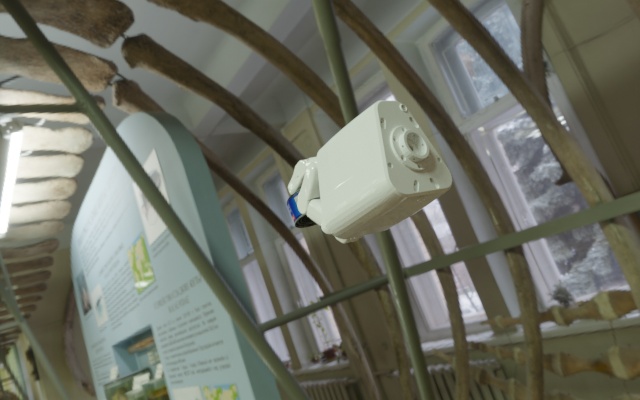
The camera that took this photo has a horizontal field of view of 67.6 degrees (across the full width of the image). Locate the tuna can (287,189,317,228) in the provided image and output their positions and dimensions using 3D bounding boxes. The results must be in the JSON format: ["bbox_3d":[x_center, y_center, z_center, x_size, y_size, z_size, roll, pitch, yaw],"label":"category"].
[{"bbox_3d":[0.000,0.002,0.622,0.086,0.033,0.086,-23,-15,-6],"label":"tuna can"}]
